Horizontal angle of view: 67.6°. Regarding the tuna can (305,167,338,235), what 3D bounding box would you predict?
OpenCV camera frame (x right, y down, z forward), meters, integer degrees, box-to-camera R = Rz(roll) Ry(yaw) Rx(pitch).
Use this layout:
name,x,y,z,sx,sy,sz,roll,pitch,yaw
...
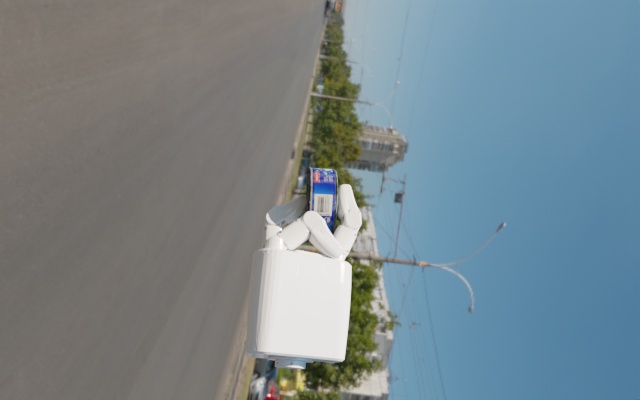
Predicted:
name,x,y,z,sx,sy,sz,roll,pitch,yaw
tuna can,0.001,0.002,0.598,0.034,0.086,0.086,3,0,-5
